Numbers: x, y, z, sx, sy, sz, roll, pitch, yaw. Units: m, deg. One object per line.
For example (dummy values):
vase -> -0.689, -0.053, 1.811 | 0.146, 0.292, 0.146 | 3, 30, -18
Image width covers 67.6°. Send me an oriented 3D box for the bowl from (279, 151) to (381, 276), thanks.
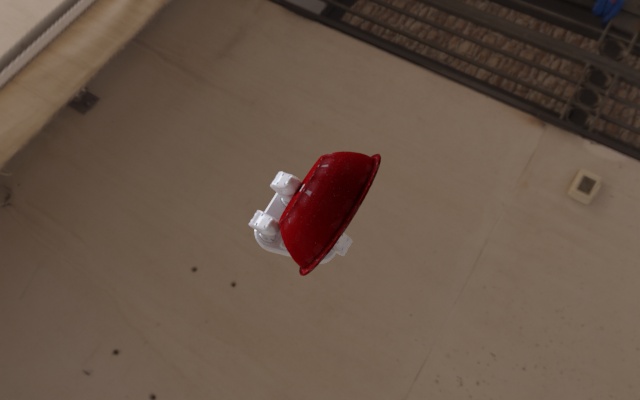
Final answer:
bowl -> 0.000, 0.001, 0.535 | 0.055, 0.162, 0.162 | 33, -4, -6
